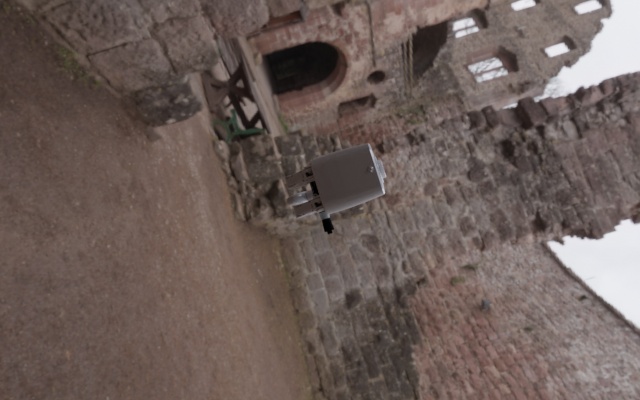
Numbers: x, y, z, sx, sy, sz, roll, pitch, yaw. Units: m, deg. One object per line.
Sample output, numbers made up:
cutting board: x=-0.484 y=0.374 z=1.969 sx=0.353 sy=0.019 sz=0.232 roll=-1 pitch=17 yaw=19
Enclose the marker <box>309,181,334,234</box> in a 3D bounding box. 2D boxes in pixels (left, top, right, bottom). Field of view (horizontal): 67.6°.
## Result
marker: x=0.000 y=0.003 z=0.872 sx=0.020 sy=0.121 sz=0.020 roll=-17 pitch=-4 yaw=-1
